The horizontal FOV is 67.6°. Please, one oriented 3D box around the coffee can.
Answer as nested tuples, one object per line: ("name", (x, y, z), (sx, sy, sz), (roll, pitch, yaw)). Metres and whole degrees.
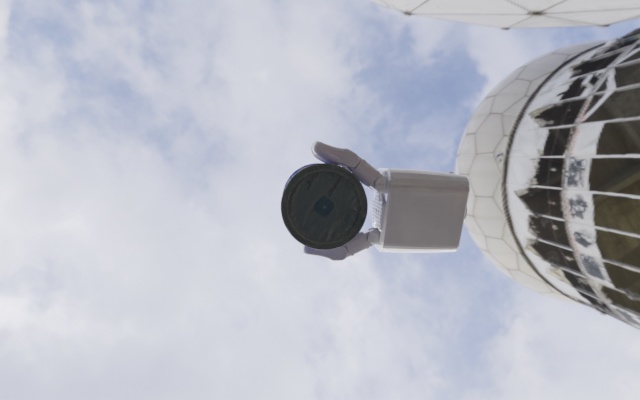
("coffee can", (0.000, 0.002, 0.627), (0.103, 0.103, 0.140), (0, 5, -4))
